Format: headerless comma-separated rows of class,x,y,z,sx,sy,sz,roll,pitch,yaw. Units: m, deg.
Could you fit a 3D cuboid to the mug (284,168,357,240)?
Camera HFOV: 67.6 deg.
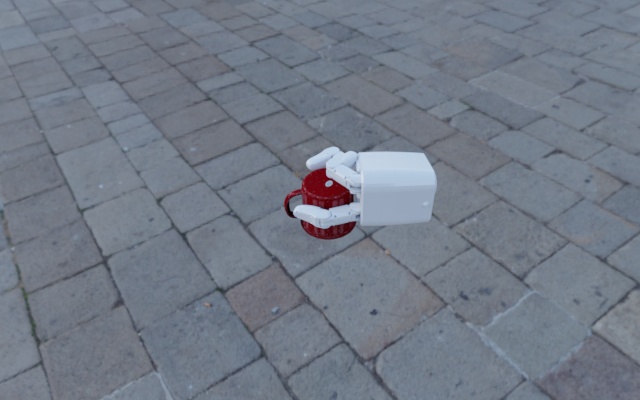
mug,-0.001,0.002,0.765,0.117,0.082,0.093,-2,40,0
